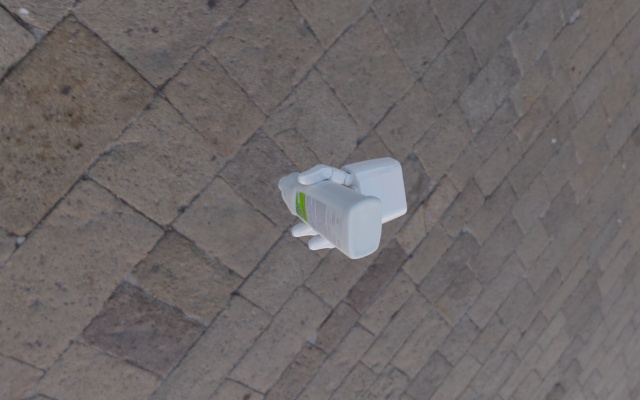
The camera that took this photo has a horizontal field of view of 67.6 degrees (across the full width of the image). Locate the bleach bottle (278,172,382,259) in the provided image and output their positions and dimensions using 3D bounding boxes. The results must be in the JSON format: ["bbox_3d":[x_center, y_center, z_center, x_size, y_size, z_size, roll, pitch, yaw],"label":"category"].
[{"bbox_3d":[0.000,0.003,0.812,0.068,0.103,0.250,-16,29,-30],"label":"bleach bottle"}]
